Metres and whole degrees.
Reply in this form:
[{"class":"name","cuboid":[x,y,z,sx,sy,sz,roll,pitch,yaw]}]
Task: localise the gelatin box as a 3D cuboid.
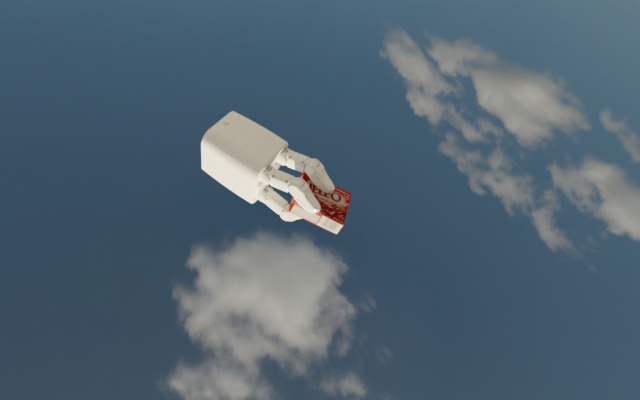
[{"class":"gelatin box","cuboid":[0.000,0.003,0.764,0.089,0.073,0.030,26,-45,-9]}]
